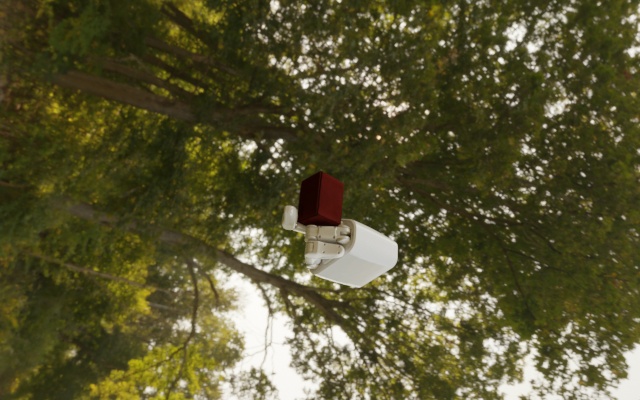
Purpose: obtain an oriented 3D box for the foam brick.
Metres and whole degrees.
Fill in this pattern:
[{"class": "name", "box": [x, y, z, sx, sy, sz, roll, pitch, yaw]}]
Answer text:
[{"class": "foam brick", "box": [0.000, 0.002, 0.774, 0.051, 0.078, 0.053, 24, -31, -33]}]
